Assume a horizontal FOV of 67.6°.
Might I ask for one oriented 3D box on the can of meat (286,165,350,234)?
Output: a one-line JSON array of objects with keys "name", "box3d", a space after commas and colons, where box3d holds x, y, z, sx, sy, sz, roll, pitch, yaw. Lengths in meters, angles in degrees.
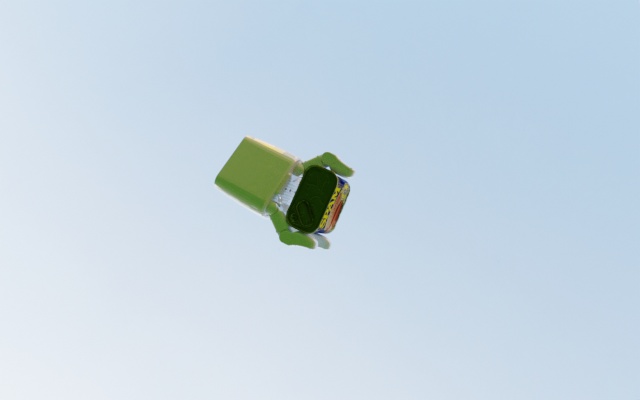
[{"name": "can of meat", "box3d": [0.000, 0.002, 0.747, 0.057, 0.102, 0.084, 25, 2, 21]}]
